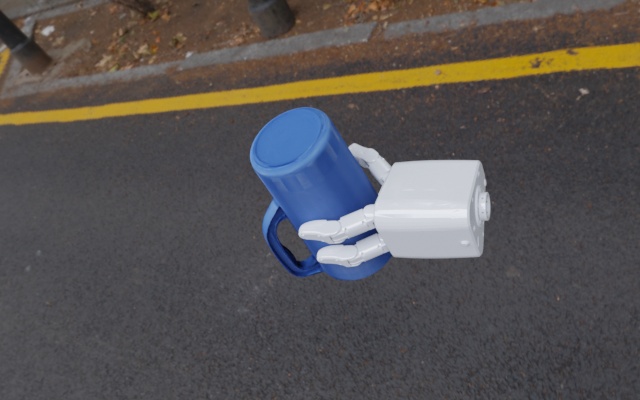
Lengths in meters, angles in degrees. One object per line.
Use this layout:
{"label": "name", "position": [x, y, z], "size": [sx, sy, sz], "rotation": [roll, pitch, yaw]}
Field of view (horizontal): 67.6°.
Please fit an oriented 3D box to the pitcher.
{"label": "pitcher", "position": [0.000, 0.002, 0.640], "size": [0.145, 0.149, 0.243], "rotation": [1, -35, 30]}
